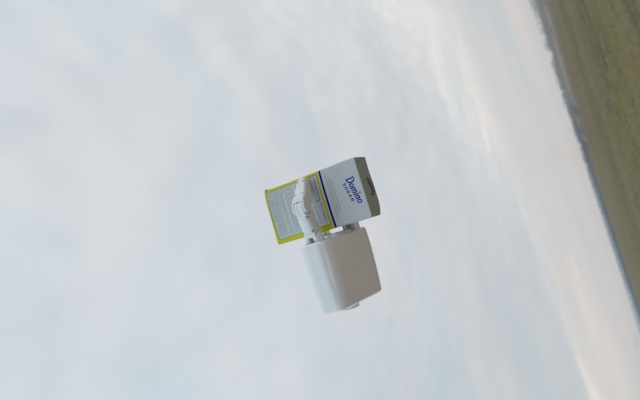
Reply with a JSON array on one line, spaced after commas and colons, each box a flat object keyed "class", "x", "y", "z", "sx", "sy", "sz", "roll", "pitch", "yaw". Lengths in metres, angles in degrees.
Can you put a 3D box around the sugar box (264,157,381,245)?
[{"class": "sugar box", "x": 0.000, "y": 0.003, "z": 0.741, "sx": 0.176, "sy": 0.093, "sz": 0.048, "roll": -18, "pitch": -3, "yaw": 29}]
